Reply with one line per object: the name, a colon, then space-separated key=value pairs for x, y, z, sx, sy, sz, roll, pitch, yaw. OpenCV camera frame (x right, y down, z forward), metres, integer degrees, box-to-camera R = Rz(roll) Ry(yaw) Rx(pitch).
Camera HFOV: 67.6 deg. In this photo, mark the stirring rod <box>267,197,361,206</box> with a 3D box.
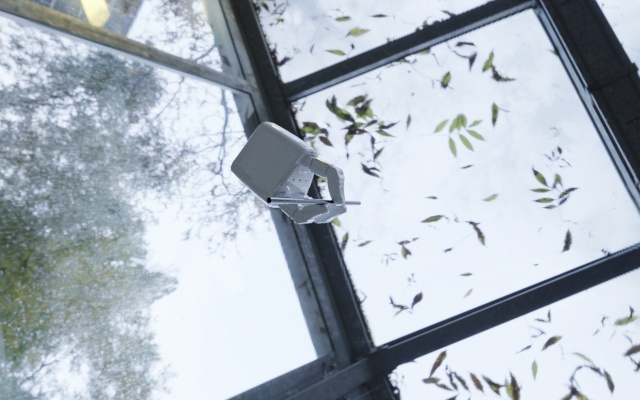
stirring rod: x=0.000 y=0.002 z=0.706 sx=0.011 sy=0.011 sz=0.239 roll=0 pitch=-1 yaw=33
